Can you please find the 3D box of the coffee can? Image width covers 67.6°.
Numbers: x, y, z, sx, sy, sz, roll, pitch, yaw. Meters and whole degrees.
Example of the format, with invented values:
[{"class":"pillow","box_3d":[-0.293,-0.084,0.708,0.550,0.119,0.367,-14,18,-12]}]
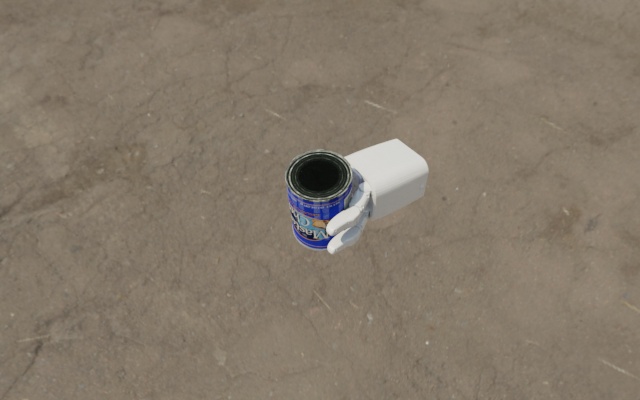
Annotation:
[{"class":"coffee can","box_3d":[0.000,0.003,0.772,0.103,0.102,0.140,0,-37,3]}]
